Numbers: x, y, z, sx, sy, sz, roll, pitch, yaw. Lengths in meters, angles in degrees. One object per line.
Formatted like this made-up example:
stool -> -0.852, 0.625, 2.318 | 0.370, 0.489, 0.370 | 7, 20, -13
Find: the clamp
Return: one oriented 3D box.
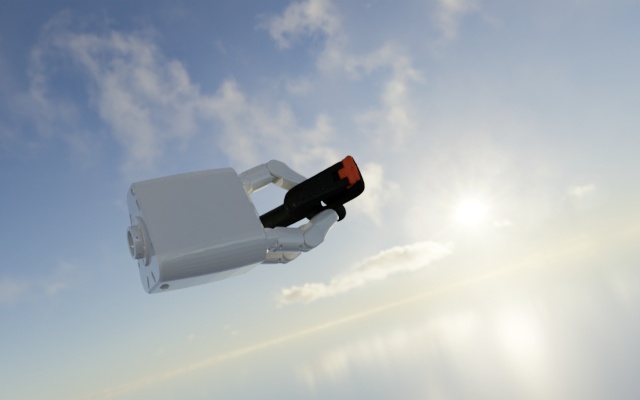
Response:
clamp -> 0.000, 0.001, 0.562 | 0.164, 0.036, 0.210 | -13, -14, -33
